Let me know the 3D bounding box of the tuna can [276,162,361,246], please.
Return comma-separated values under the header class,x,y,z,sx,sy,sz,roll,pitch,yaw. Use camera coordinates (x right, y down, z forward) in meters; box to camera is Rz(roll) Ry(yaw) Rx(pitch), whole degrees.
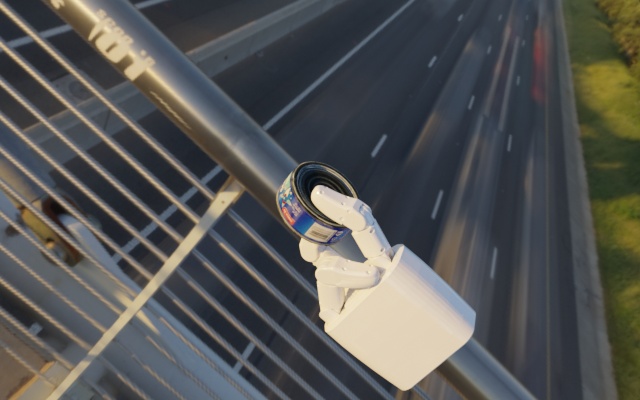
class,x,y,z,sx,sy,sz,roll,pitch,yaw
tuna can,0.000,0.001,0.491,0.086,0.086,0.034,0,-36,-39
